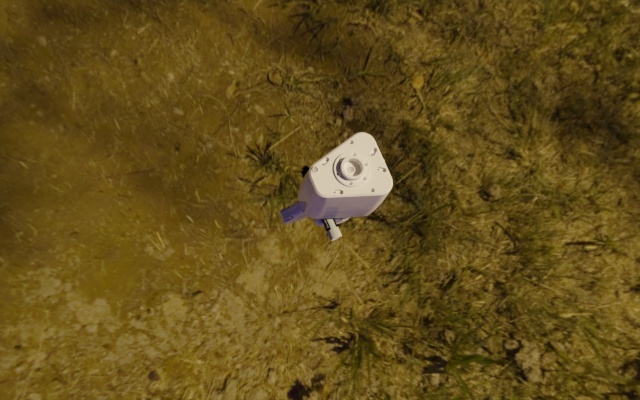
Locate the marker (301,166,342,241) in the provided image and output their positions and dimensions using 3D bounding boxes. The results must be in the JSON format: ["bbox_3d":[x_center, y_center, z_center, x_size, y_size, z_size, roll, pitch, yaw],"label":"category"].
[{"bbox_3d":[0.000,0.002,0.724,0.020,0.121,0.020,-23,-11,-4],"label":"marker"}]
